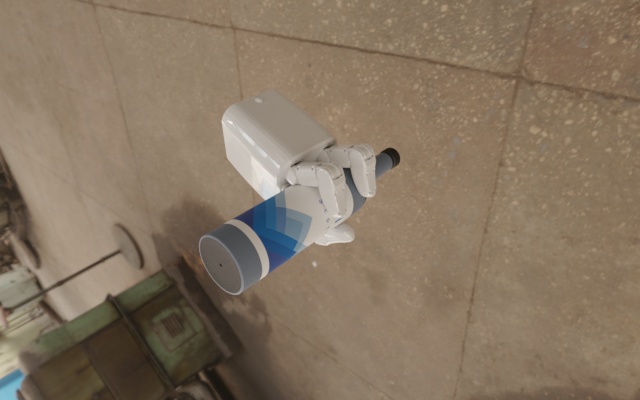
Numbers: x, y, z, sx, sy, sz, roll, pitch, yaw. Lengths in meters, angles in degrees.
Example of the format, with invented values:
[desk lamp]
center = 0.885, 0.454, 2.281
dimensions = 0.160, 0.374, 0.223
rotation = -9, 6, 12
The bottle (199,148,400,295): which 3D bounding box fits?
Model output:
[bottle]
center = 0.000, 0.002, 0.552
dimensions = 0.069, 0.069, 0.295
rotation = 0, 24, 46
